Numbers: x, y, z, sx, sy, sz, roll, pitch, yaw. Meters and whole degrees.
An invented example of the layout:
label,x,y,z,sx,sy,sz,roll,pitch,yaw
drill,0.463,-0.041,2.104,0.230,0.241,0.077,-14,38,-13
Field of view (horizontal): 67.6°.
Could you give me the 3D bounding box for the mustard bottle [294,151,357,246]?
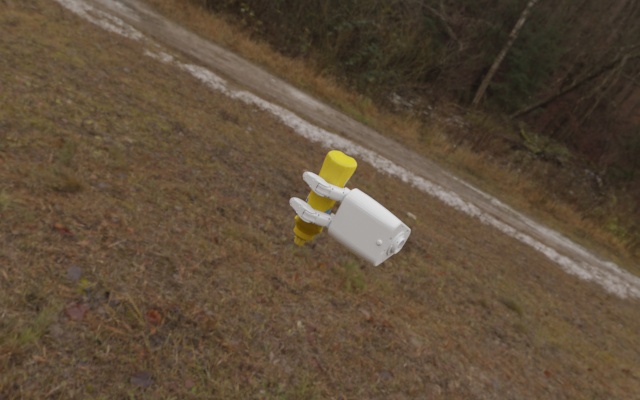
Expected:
label,x,y,z,sx,sy,sz,roll,pitch,yaw
mustard bottle,0.000,0.003,0.896,0.058,0.192,0.096,28,17,2
